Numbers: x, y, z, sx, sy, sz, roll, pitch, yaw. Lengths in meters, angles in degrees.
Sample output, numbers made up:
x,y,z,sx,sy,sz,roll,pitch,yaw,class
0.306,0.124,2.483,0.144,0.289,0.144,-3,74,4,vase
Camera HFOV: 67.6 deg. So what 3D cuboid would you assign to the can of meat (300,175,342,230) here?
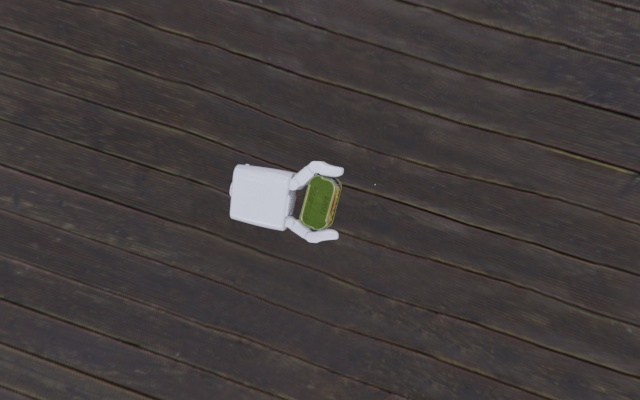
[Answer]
x,y,z,sx,sy,sz,roll,pitch,yaw,class
0.000,0.003,0.888,0.057,0.102,0.084,15,4,6,can of meat
